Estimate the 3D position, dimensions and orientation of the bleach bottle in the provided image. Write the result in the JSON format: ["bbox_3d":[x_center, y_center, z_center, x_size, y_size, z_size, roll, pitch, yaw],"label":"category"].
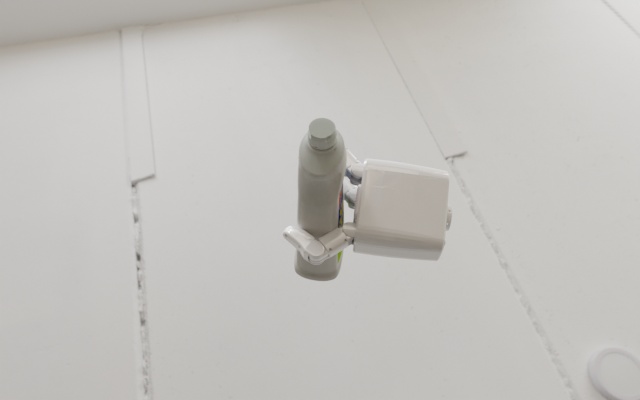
[{"bbox_3d":[0.000,0.002,0.592,0.068,0.102,0.251,7,-34,5],"label":"bleach bottle"}]
